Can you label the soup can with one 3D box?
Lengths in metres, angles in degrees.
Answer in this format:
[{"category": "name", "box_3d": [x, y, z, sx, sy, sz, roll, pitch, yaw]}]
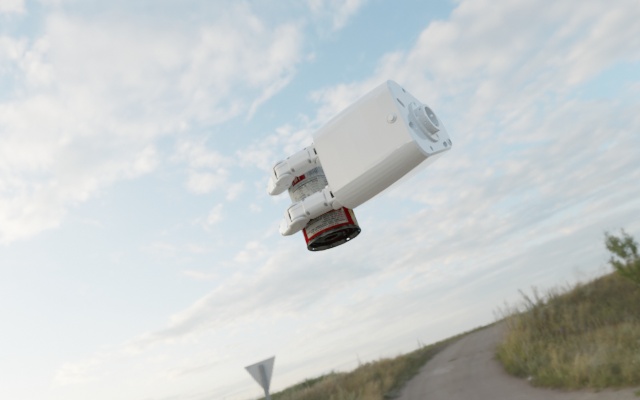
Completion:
[{"category": "soup can", "box_3d": [0.000, 0.002, 0.578, 0.068, 0.102, 0.068, -18, -20, -7]}]
